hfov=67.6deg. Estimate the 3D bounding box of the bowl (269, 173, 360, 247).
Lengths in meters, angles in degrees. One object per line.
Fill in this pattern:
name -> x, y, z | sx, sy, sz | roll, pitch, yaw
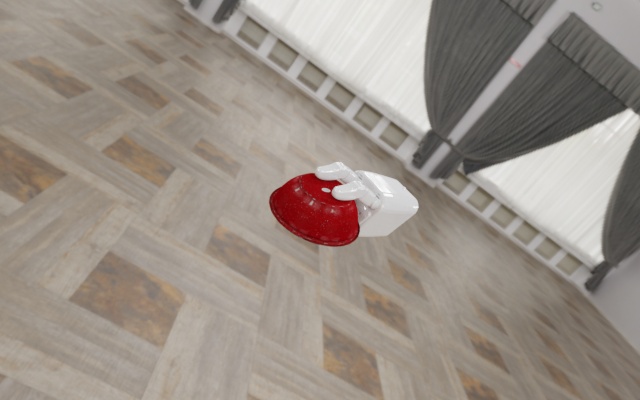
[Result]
bowl -> -0.001, 0.002, 0.781 | 0.162, 0.055, 0.162 | 17, 31, -11
